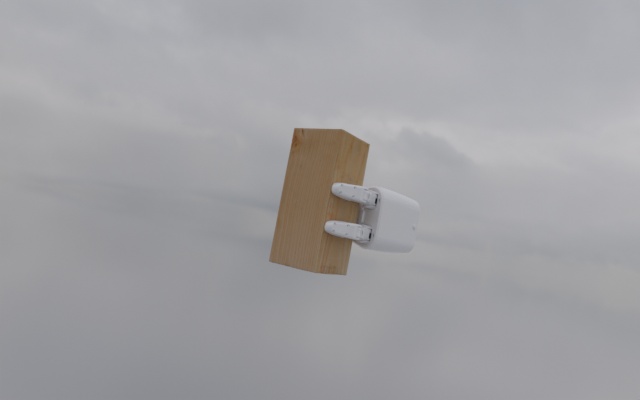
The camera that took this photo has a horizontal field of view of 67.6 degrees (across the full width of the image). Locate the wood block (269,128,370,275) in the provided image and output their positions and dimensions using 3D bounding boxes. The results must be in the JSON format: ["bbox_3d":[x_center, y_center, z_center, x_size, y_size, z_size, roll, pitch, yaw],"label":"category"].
[{"bbox_3d":[0.000,0.002,0.728,0.091,0.206,0.090,7,-5,35],"label":"wood block"}]
